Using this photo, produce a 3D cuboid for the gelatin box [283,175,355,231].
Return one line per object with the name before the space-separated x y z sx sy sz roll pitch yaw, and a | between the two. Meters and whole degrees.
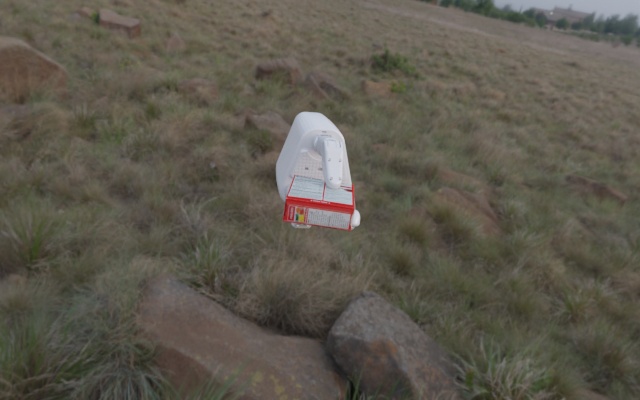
gelatin box | 0.000 0.001 0.534 0.073 0.030 0.089 9 19 0
